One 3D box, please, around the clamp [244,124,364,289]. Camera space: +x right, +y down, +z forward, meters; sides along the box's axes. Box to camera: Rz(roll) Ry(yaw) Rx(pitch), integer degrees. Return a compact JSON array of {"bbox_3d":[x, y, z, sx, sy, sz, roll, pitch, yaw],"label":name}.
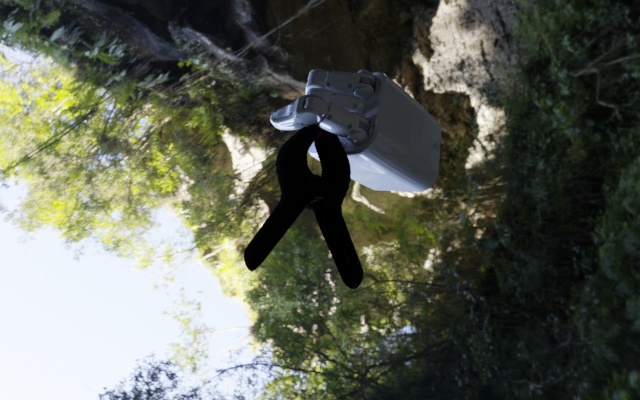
[{"bbox_3d":[0.000,0.001,0.458,0.120,0.171,0.039,27,-26,-31],"label":"clamp"}]
